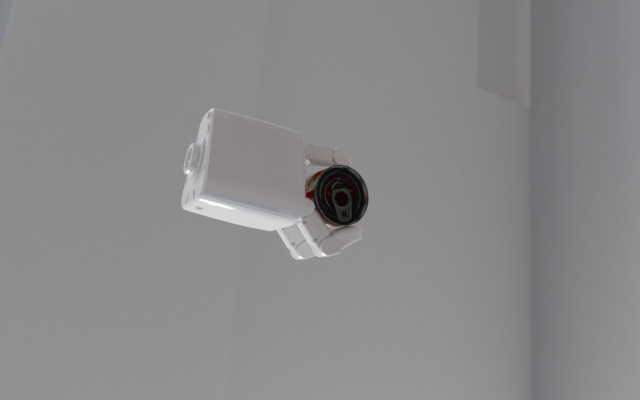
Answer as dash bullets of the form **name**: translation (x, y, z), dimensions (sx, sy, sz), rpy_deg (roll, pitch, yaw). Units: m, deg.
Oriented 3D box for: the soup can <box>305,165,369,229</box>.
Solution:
- **soup can**: translation (0.000, 0.002, 0.562), dimensions (0.068, 0.068, 0.102), rpy_deg (0, -9, -29)
